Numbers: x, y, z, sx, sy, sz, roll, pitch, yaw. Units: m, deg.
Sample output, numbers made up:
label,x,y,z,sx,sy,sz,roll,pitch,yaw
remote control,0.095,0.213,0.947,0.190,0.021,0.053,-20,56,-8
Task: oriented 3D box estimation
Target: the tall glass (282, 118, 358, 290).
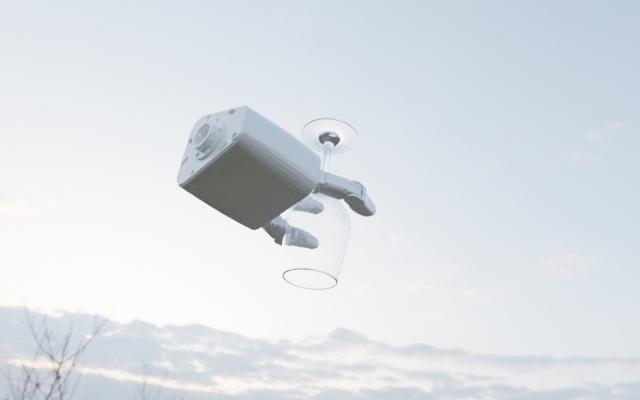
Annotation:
label,x,y,z,sx,sy,sz,roll,pitch,yaw
tall glass,0.000,0.001,0.573,0.079,0.201,0.079,6,-29,3
